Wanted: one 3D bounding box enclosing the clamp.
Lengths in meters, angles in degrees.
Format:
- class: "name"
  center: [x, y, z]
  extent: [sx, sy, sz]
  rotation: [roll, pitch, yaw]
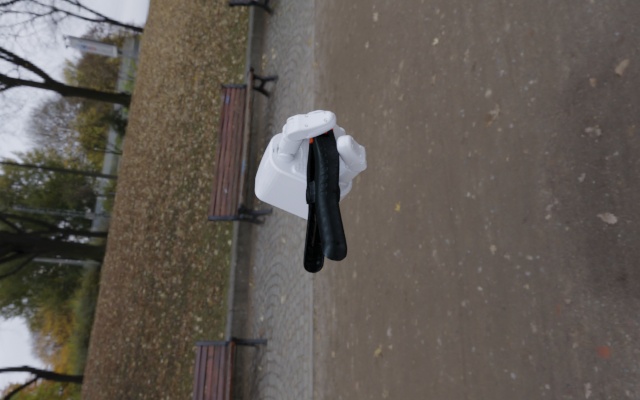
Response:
- class: "clamp"
  center: [0.000, 0.002, 0.553]
  extent: [0.039, 0.171, 0.120]
  rotation: [8, -25, -18]
